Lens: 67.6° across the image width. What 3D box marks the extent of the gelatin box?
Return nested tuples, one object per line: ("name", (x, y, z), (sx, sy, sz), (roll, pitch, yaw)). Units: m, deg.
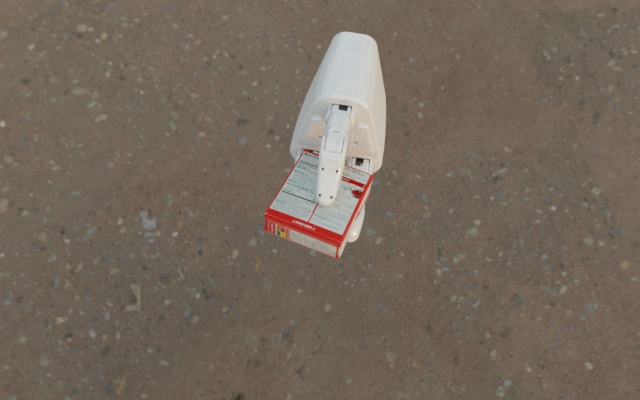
("gelatin box", (0.000, 0.001, 0.438), (0.073, 0.089, 0.030), (20, -38, 10))
